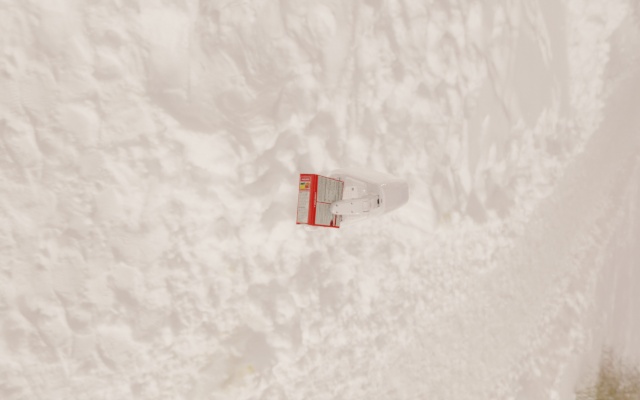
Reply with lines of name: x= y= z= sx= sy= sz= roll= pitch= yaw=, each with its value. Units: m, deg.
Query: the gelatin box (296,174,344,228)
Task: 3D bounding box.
gelatin box: x=0.000 y=0.002 z=0.700 sx=0.030 sy=0.073 sz=0.089 roll=2 pitch=-4 yaw=30
